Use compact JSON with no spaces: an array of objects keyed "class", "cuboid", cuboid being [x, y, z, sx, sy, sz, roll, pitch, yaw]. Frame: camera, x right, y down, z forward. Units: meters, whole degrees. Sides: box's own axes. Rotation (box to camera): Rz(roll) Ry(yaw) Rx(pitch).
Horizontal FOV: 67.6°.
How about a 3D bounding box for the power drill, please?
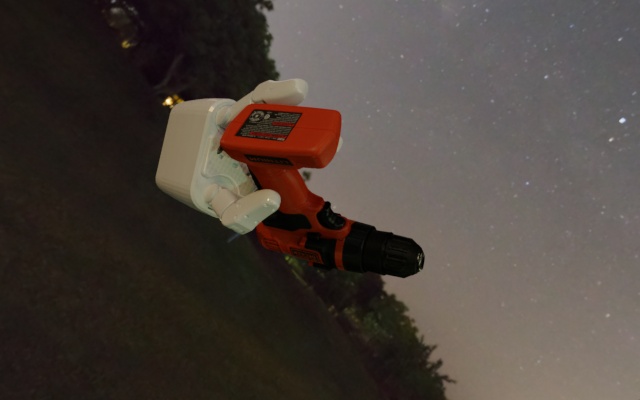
[{"class":"power drill","cuboid":[0.000,0.001,0.446,0.184,0.057,0.188,9,-38,25]}]
